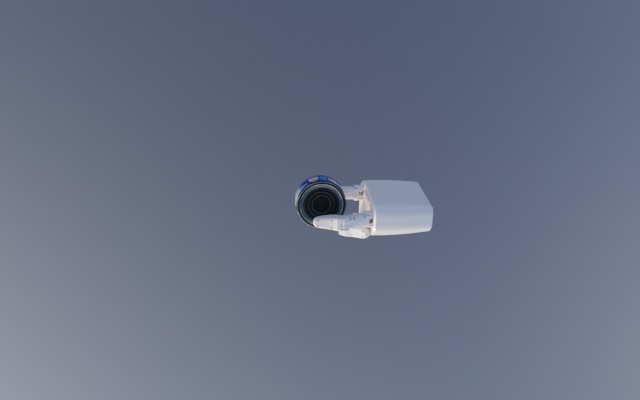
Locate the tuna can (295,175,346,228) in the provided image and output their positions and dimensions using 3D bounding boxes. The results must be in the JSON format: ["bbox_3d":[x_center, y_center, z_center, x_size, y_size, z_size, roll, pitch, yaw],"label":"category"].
[{"bbox_3d":[0.000,0.003,0.805,0.086,0.086,0.033,0,19,-6],"label":"tuna can"}]
